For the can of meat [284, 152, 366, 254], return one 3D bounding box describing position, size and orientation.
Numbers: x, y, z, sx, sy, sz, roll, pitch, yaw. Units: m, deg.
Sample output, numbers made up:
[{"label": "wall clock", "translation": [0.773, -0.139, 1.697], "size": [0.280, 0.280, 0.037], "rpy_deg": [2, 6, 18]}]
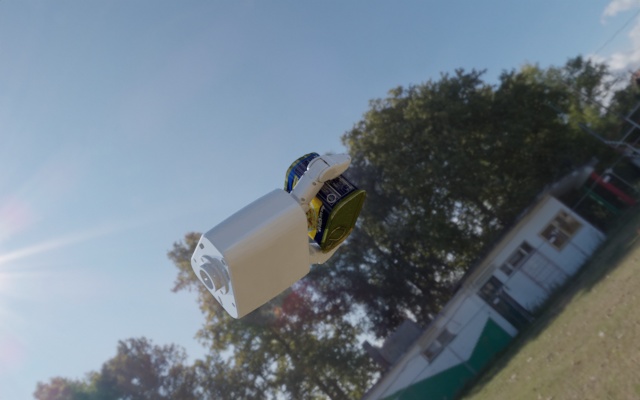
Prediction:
[{"label": "can of meat", "translation": [0.000, 0.002, 0.587], "size": [0.057, 0.084, 0.102], "rpy_deg": [-34, -25, -31]}]
